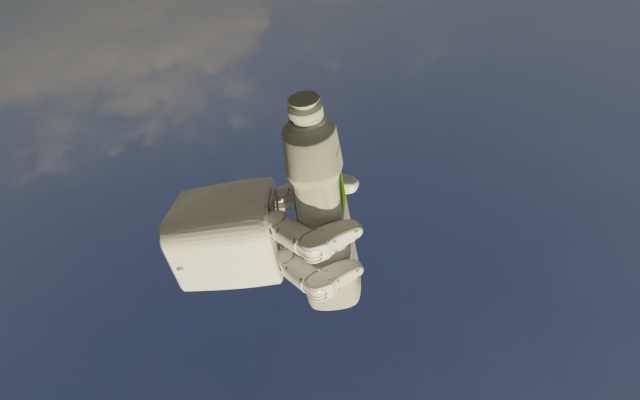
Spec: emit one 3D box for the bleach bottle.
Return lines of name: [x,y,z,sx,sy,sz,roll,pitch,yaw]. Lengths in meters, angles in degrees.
bleach bottle: [0.000,0.002,0.493,0.068,0.251,0.102,-7,41,2]
